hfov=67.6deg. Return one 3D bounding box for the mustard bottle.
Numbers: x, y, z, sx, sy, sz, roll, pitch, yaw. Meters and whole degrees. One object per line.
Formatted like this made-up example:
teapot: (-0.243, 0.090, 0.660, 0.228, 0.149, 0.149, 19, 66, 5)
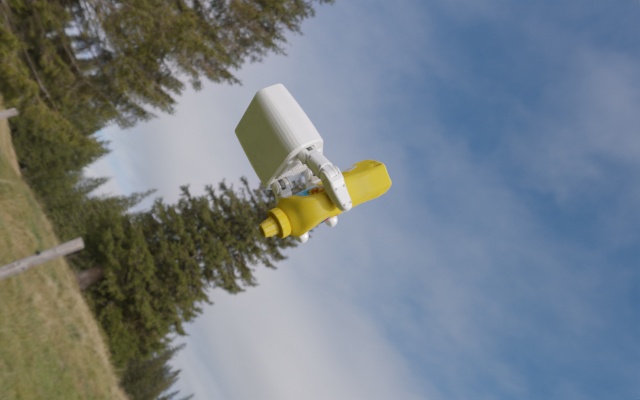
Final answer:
mustard bottle: (0.000, 0.002, 0.668, 0.191, 0.058, 0.096, -26, 9, -26)
